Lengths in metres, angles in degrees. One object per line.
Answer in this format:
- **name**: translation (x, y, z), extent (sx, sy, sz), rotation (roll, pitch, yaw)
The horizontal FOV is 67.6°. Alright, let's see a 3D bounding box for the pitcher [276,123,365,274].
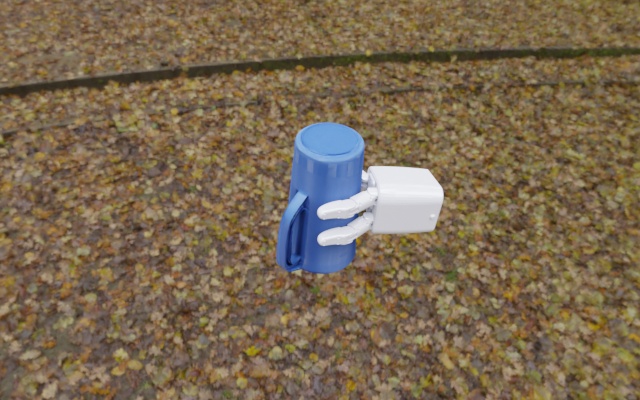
- **pitcher**: translation (0.000, 0.003, 0.796), extent (0.145, 0.243, 0.149), rotation (0, 40, -5)
